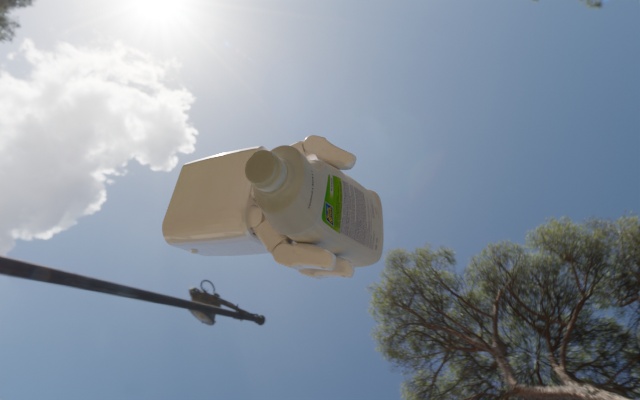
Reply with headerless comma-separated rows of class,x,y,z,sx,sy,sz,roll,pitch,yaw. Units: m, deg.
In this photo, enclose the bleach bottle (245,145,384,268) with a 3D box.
bleach bottle,0.000,0.002,0.491,0.068,0.102,0.251,-9,-20,21
